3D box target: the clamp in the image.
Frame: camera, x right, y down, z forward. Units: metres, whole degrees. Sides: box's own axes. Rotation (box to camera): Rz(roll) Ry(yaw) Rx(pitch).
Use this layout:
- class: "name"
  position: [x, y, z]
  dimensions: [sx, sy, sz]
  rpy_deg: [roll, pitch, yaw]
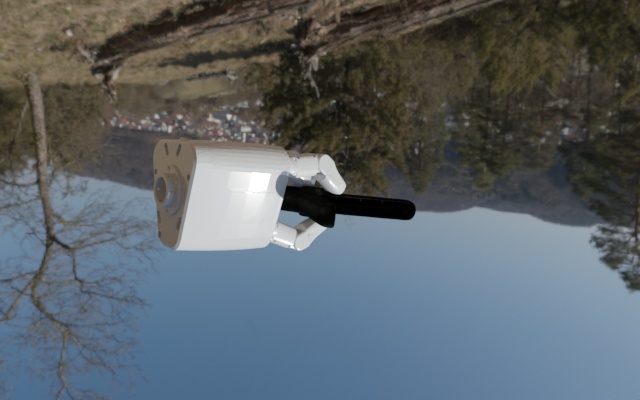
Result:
- class: "clamp"
  position: [-0.001, 0.003, 0.590]
  dimensions: [0.164, 0.036, 0.210]
  rpy_deg: [1, 7, -42]
